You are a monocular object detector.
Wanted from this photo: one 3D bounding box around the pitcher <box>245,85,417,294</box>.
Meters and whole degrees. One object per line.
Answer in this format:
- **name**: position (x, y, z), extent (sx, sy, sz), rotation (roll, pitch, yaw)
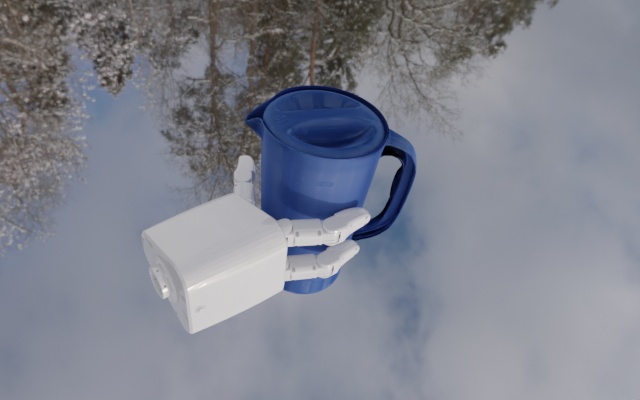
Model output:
- **pitcher**: position (0.000, 0.002, 0.564), extent (0.145, 0.243, 0.149), rotation (-23, 52, -31)
